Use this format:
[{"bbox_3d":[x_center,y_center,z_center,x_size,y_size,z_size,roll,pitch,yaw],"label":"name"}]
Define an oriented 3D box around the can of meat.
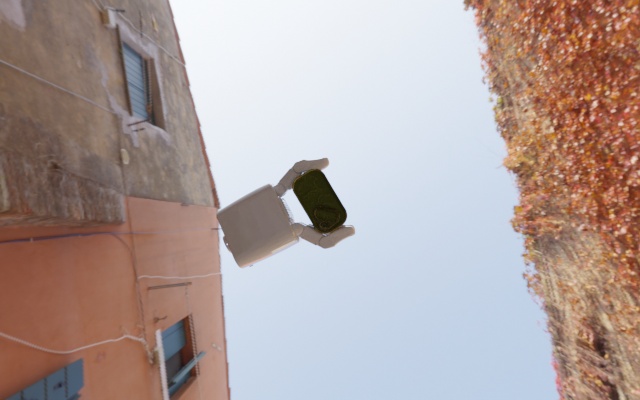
[{"bbox_3d":[0.000,0.002,0.790,0.057,0.102,0.084,-31,-3,1],"label":"can of meat"}]
